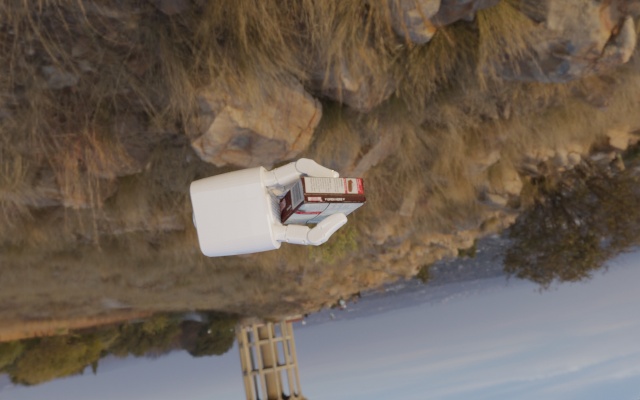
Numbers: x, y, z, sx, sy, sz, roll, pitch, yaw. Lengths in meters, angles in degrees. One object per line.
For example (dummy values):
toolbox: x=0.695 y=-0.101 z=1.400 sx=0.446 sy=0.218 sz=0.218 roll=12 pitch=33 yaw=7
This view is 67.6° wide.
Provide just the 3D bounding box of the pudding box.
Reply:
pudding box: x=0.000 y=0.002 z=0.661 sx=0.090 sy=0.039 sz=0.113 roll=-1 pitch=-15 yaw=-20
